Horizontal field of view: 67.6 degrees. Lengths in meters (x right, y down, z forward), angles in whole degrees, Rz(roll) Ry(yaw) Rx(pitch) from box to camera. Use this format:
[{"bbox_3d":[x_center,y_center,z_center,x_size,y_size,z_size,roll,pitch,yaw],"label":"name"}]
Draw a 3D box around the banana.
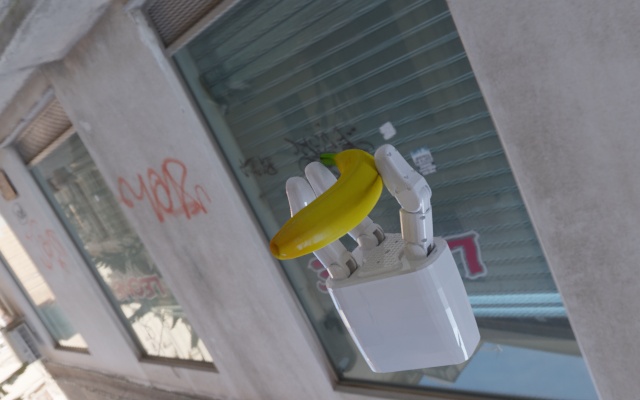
[{"bbox_3d":[0.017,-0.006,0.397,0.069,0.037,0.197,-18,17,19],"label":"banana"}]
